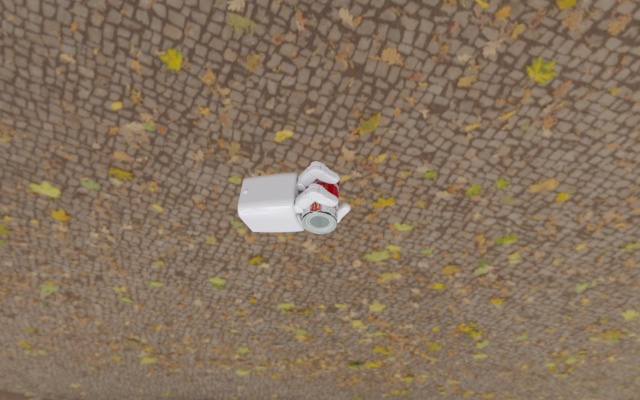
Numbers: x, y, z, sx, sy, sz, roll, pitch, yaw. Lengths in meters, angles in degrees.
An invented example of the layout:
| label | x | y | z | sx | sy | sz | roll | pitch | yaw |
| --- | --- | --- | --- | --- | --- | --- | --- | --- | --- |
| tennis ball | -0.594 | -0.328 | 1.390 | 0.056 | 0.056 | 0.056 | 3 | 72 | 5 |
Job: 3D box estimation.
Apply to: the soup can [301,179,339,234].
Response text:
| label | x | y | z | sx | sy | sz | roll | pitch | yaw |
| --- | --- | --- | --- | --- | --- | --- | --- | --- | --- |
| soup can | 0.001 | 0.003 | 0.899 | 0.068 | 0.102 | 0.069 | 2 | -40 | 2 |
